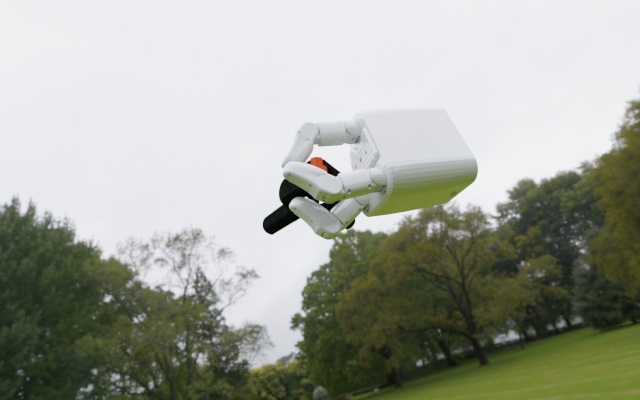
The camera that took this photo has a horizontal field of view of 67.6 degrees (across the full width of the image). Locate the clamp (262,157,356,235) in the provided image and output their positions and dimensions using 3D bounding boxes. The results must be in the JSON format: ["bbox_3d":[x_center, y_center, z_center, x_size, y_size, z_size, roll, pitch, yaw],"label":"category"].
[{"bbox_3d":[0.000,0.001,0.563,0.120,0.039,0.171,-6,-20,-17],"label":"clamp"}]
